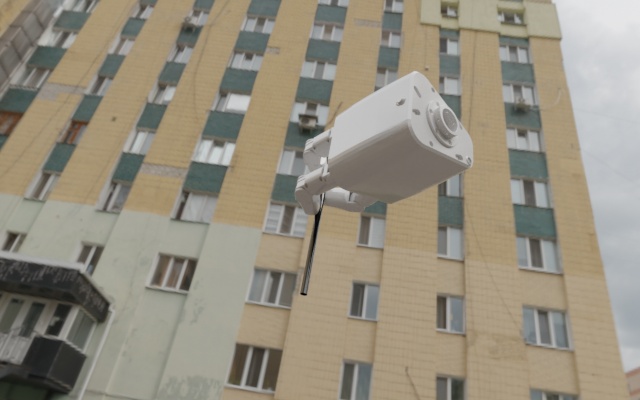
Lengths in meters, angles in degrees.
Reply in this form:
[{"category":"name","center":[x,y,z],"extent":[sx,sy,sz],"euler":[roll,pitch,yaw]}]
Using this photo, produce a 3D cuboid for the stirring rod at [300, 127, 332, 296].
[{"category":"stirring rod","center":[0.000,0.002,0.579],"extent":[0.011,0.239,0.011],"euler":[7,-33,5]}]
